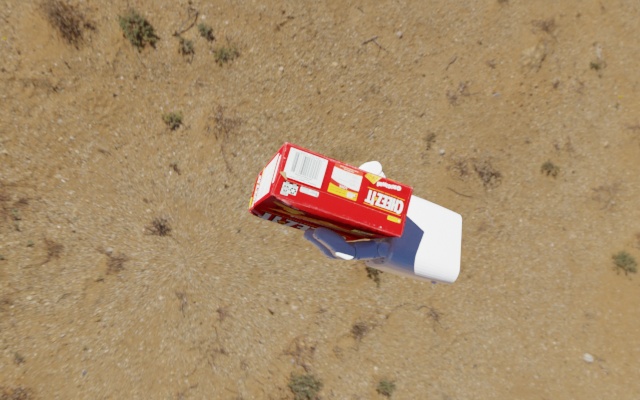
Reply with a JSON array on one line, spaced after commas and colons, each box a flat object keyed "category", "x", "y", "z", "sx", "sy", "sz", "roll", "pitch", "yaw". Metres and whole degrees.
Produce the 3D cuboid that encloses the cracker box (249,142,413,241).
[{"category": "cracker box", "x": 0.000, "y": 0.002, "z": 0.640, "sx": 0.164, "sy": 0.072, "sz": 0.214, "roll": 18, "pitch": -11, "yaw": -13}]
